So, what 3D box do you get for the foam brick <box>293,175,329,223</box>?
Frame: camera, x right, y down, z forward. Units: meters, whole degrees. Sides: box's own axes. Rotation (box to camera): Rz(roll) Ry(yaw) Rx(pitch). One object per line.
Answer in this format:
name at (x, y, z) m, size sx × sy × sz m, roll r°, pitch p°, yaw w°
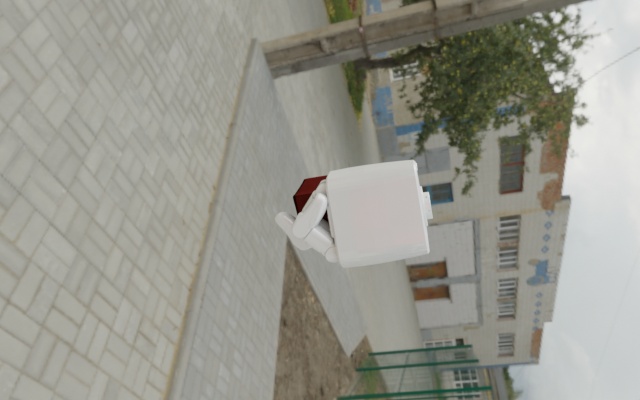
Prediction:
foam brick at (0.000, 0.002, 0.647) m, size 0.051 × 0.053 × 0.078 m, roll -9°, pitch 18°, yaw 13°
